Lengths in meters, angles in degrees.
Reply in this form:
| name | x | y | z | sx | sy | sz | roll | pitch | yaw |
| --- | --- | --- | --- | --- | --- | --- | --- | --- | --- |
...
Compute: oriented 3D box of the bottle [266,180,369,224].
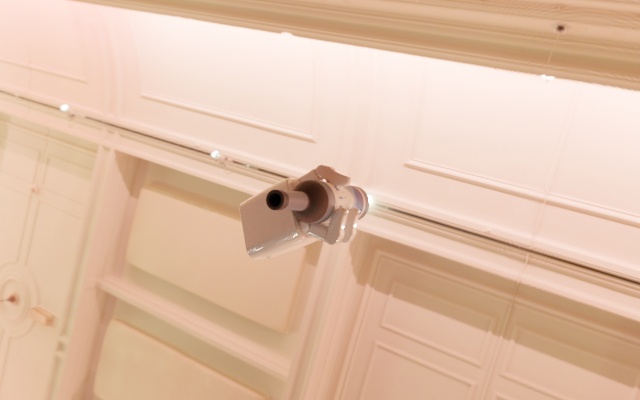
| name | x | y | z | sx | sy | sz | roll | pitch | yaw |
| --- | --- | --- | --- | --- | --- | --- | --- | --- | --- |
| bottle | 0.000 | 0.002 | 0.757 | 0.069 | 0.069 | 0.296 | 0 | -1 | 24 |
